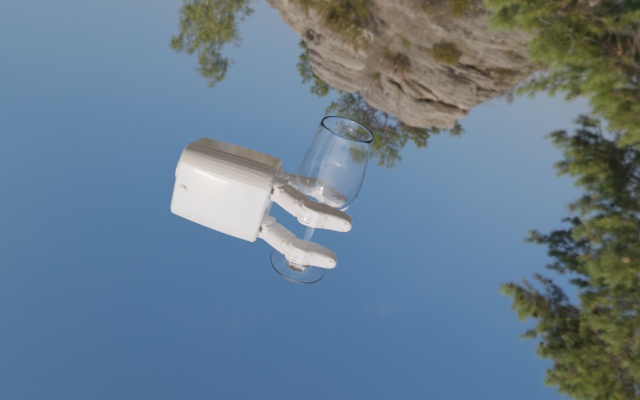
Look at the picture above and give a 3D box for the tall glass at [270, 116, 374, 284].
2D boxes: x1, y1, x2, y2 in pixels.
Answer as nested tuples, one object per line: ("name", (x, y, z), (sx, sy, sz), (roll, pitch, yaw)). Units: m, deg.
("tall glass", (0.000, 0.002, 0.576), (0.079, 0.201, 0.079), (16, 30, -9))
